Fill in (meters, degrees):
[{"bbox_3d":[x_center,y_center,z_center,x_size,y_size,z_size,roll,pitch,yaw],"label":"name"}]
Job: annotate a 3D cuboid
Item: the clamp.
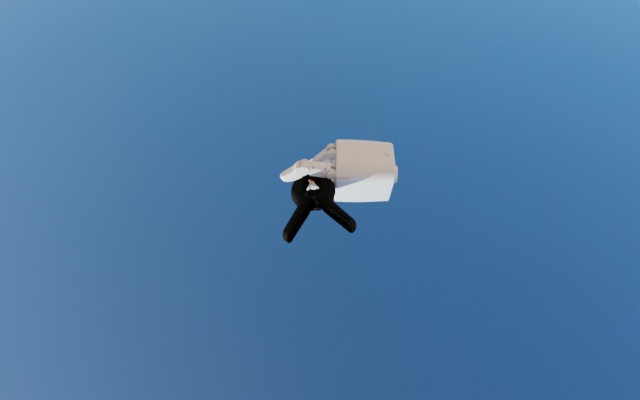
[{"bbox_3d":[0.000,0.003,0.824,0.120,0.171,0.039,1,-43,1],"label":"clamp"}]
